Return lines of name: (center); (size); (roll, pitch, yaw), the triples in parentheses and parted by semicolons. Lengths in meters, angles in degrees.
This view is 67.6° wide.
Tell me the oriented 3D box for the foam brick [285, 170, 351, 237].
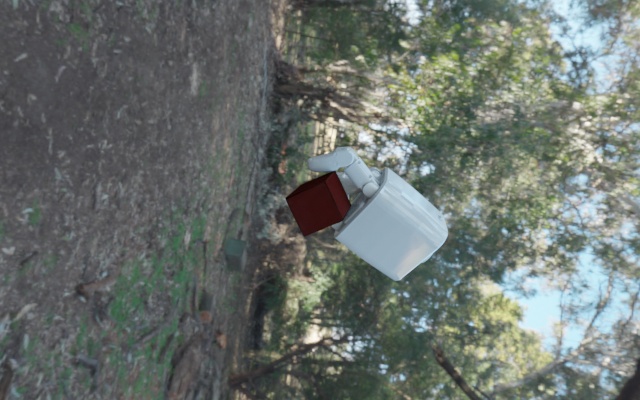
foam brick: (0.000, 0.002, 0.574); (0.053, 0.051, 0.078); (-22, 8, 16)
